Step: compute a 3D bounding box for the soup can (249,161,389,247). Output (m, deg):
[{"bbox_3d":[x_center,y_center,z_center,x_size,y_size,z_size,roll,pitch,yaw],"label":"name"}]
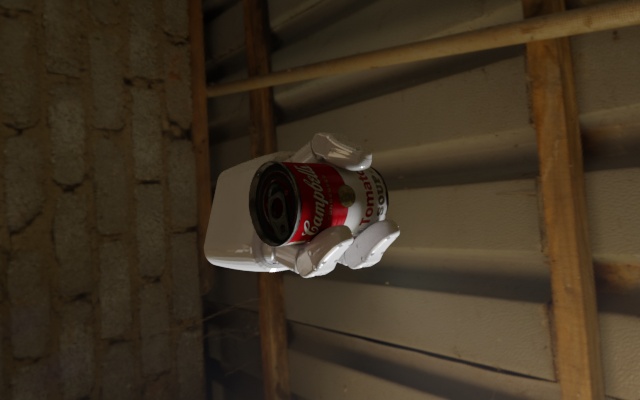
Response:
[{"bbox_3d":[0.001,0.001,0.406,0.102,0.068,0.068,-2,1,-40],"label":"soup can"}]
